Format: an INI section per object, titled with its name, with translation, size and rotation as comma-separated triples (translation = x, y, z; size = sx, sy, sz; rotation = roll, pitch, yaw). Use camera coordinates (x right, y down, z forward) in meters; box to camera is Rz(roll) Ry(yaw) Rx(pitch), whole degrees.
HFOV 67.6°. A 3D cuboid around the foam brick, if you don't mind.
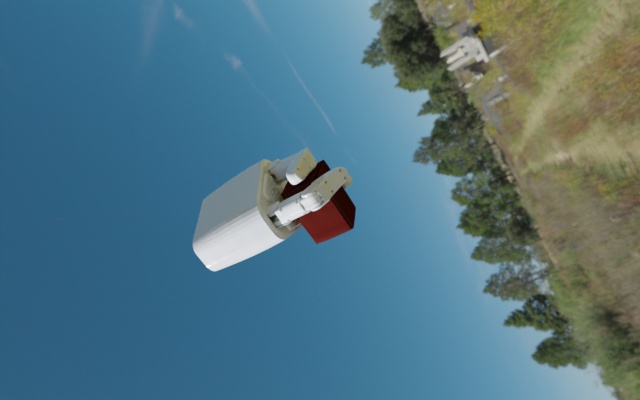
[foam brick]
translation = 0.000, 0.002, 0.568
size = 0.051, 0.078, 0.053
rotation = -28, 19, 21
